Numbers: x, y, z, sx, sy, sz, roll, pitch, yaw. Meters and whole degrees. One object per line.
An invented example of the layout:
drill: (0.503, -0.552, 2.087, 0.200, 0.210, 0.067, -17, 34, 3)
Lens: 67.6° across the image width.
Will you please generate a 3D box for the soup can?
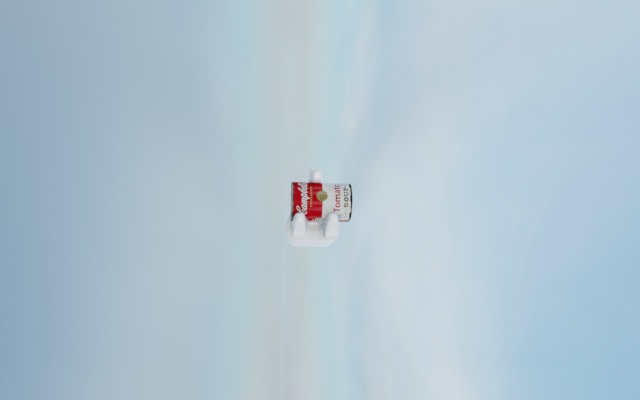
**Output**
soup can: (0.000, 0.002, 0.818, 0.102, 0.068, 0.068, 2, 0, -4)
